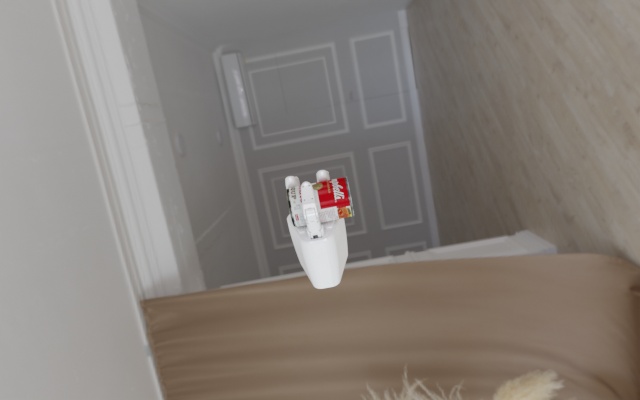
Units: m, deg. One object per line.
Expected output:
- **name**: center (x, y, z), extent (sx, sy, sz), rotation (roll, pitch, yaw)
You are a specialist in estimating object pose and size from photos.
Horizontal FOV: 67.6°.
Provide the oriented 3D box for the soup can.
- **soup can**: center (0.000, 0.002, 0.795), extent (0.102, 0.068, 0.068), rotation (-11, 0, 2)
